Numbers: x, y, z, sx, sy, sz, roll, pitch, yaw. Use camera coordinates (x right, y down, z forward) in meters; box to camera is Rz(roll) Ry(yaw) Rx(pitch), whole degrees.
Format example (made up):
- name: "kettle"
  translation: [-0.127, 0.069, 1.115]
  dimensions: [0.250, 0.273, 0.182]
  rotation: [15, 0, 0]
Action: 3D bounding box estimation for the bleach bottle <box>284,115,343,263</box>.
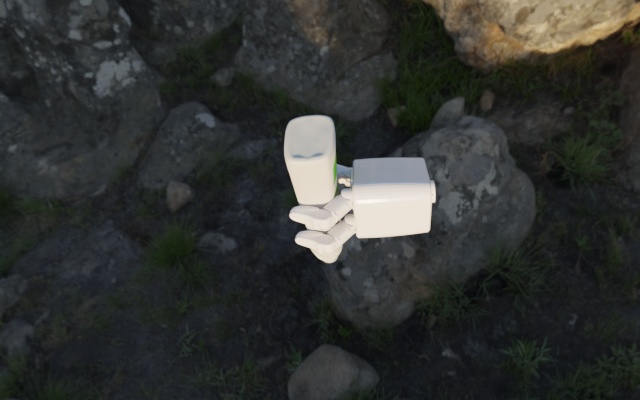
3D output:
- name: "bleach bottle"
  translation: [0.000, 0.002, 0.715]
  dimensions: [0.068, 0.102, 0.251]
  rotation: [-4, -43, 6]
